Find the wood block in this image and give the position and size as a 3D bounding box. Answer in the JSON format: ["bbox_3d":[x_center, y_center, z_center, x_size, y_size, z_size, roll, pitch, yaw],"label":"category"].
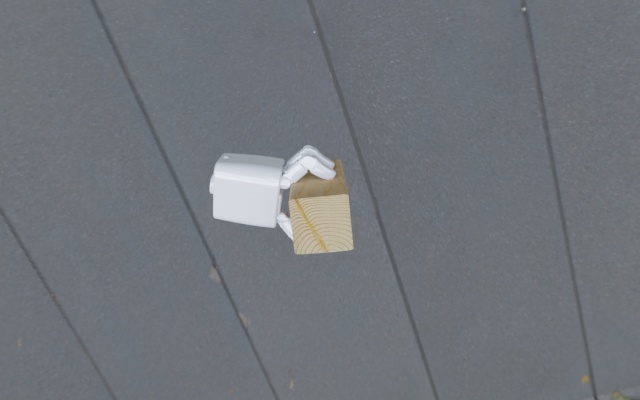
[{"bbox_3d":[0.000,0.003,0.793,0.090,0.091,0.206,-5,19,1],"label":"wood block"}]
